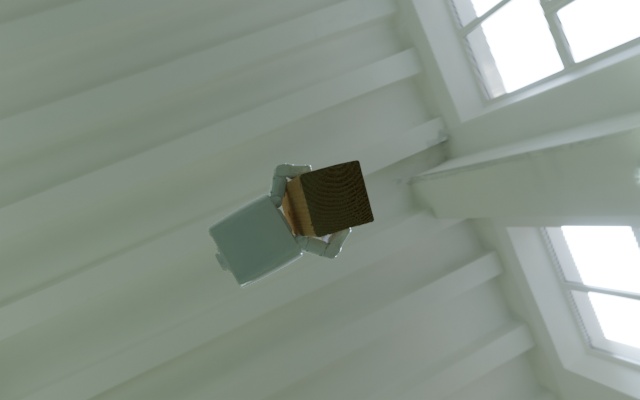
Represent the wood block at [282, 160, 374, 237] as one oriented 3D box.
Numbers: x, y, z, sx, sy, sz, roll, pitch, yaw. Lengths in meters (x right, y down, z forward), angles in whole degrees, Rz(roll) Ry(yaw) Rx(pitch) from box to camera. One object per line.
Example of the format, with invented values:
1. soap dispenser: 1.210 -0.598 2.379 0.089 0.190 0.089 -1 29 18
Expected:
1. wood block: 0.000 0.002 0.749 0.090 0.091 0.206 -15 1 -14
